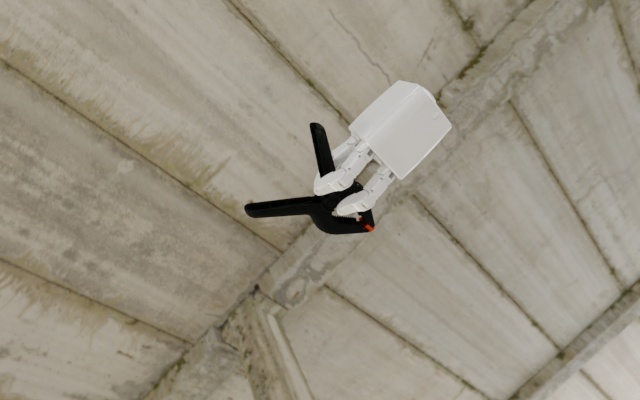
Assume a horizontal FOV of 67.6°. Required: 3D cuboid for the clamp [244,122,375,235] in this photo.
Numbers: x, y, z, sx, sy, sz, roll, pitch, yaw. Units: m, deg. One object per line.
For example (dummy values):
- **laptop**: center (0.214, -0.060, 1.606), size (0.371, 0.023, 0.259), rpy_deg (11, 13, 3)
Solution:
- **clamp**: center (0.000, 0.002, 0.719), size (0.210, 0.164, 0.036), rpy_deg (41, 9, -36)
